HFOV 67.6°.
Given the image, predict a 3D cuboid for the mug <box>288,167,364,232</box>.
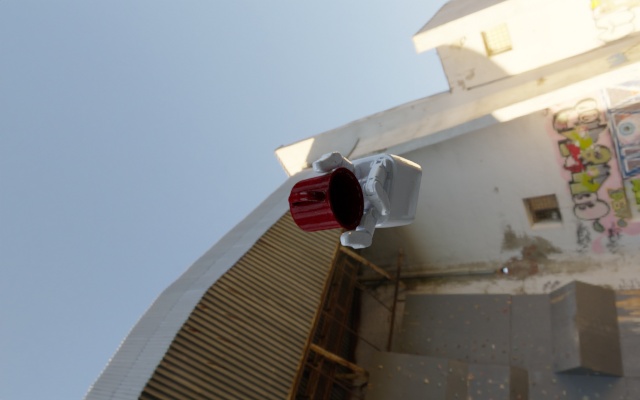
[{"bbox_3d":[-0.001,0.002,0.708,0.081,0.093,0.117,-11,-10,36],"label":"mug"}]
